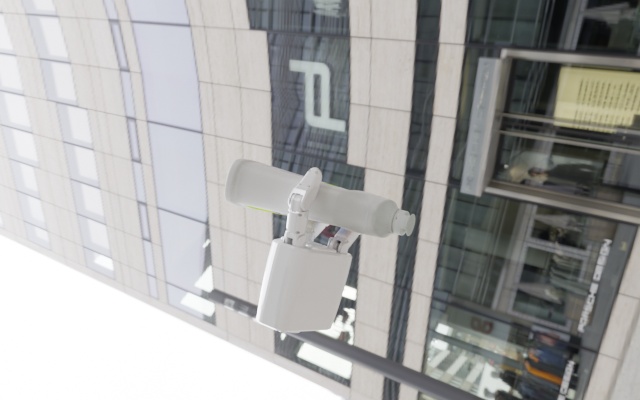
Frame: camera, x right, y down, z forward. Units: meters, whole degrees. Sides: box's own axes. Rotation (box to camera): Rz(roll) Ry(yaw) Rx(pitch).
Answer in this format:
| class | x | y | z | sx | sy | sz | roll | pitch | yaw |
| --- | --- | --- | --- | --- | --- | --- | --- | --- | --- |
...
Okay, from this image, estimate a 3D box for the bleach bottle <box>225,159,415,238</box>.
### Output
| class | x | y | z | sx | sy | sz | roll | pitch | yaw |
| --- | --- | --- | --- | --- | --- | --- | --- | --- | --- |
| bleach bottle | 0.000 | 0.002 | 0.637 | 0.251 | 0.068 | 0.102 | 14 | 2 | 28 |
